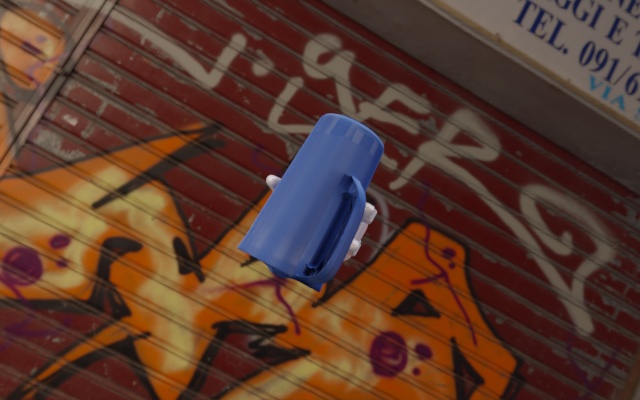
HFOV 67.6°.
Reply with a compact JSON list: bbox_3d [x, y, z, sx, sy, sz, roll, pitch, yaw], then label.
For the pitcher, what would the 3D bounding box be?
[{"bbox_3d":[0.000,0.002,0.688,0.149,0.243,0.145,27,-9,12],"label":"pitcher"}]
